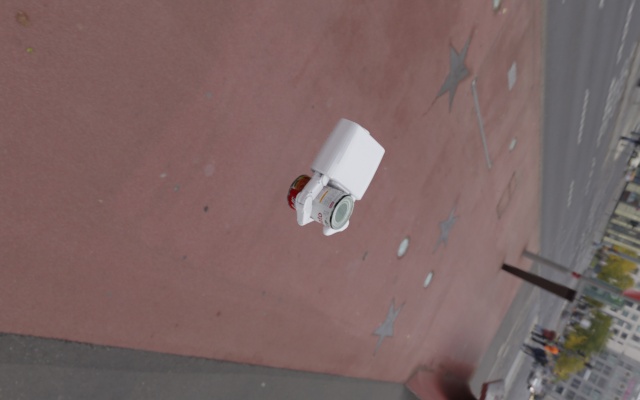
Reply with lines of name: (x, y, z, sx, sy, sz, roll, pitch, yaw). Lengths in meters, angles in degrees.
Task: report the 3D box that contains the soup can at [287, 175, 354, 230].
soup can: (0.000, 0.003, 0.852, 0.102, 0.068, 0.068, 26, 14, 30)
